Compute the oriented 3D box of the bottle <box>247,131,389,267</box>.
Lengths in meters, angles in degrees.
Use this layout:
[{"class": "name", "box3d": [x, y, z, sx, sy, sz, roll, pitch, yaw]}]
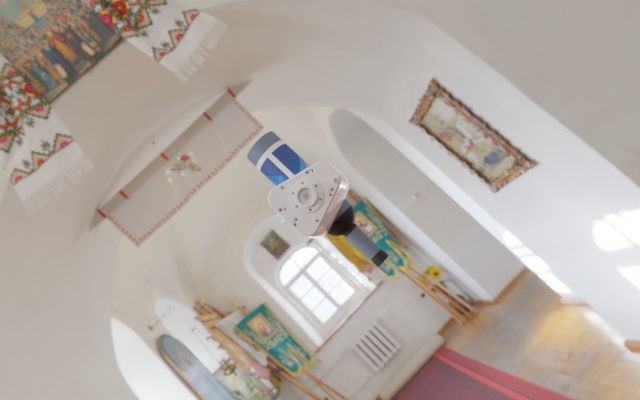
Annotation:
[{"class": "bottle", "box3d": [0.000, 0.003, 0.824, 0.295, 0.069, 0.069, 43, 7, 7]}]
